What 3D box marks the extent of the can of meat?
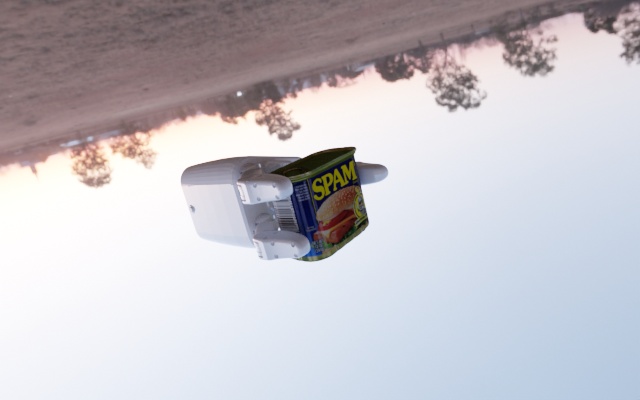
[{"bbox_3d":[0.000,0.002,0.467,0.057,0.084,0.102,-1,20,40],"label":"can of meat"}]
